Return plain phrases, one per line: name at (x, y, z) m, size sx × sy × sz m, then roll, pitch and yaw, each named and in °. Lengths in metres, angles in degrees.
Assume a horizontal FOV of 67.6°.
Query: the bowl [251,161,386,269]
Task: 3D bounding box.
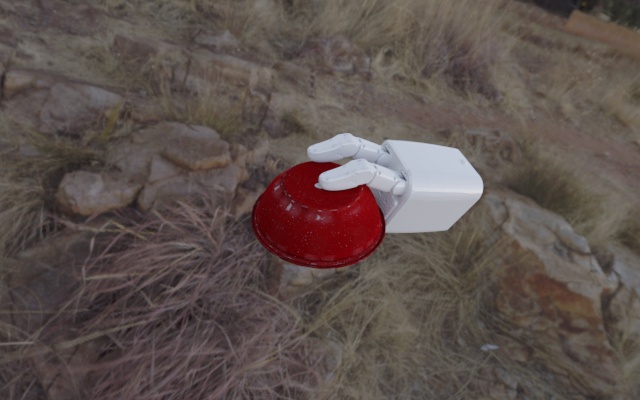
bowl at (-0.001, 0.002, 0.554) m, size 0.162 × 0.055 × 0.162 m, roll 3°, pitch 40°, yaw -3°
